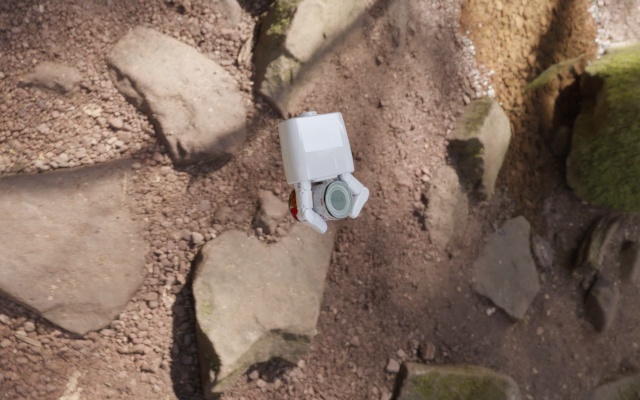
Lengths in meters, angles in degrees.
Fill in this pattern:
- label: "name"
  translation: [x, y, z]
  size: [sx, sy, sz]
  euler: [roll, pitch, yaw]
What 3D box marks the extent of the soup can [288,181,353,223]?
- label: "soup can"
  translation: [0.000, 0.003, 0.844]
  size: [0.068, 0.068, 0.102]
  euler: [0, -5, -41]
